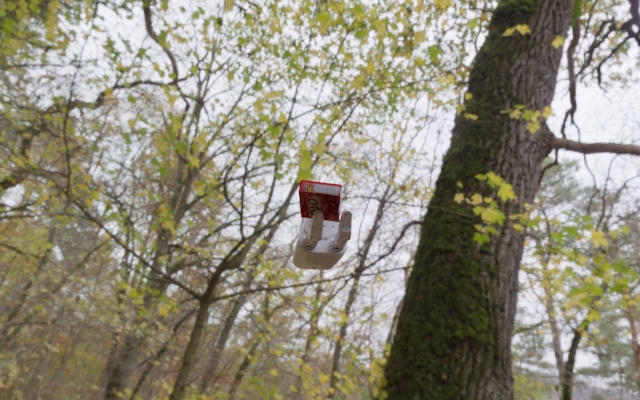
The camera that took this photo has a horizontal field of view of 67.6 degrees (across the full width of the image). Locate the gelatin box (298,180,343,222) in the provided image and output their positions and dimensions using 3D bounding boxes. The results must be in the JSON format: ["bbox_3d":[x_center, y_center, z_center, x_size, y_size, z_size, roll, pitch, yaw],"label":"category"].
[{"bbox_3d":[0.000,0.002,0.848,0.073,0.030,0.089,7,-33,5],"label":"gelatin box"}]
